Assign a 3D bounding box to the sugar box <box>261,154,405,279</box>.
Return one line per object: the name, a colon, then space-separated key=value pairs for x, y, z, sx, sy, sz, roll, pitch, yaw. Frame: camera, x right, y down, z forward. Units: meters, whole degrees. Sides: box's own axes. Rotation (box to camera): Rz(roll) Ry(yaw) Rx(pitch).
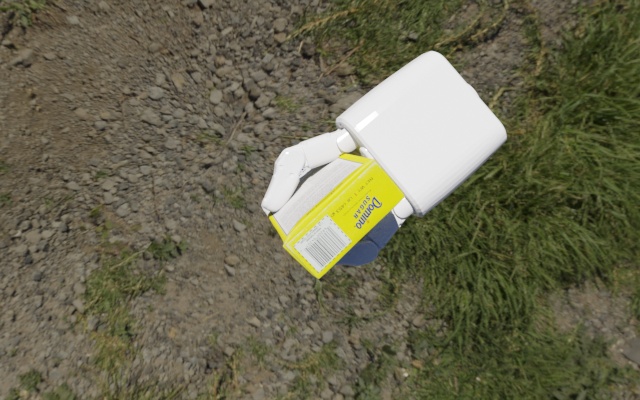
sugar box: x=0.001 y=0.002 z=0.431 sx=0.093 sy=0.048 sz=0.176 roll=-42 pitch=12 yaw=-3
